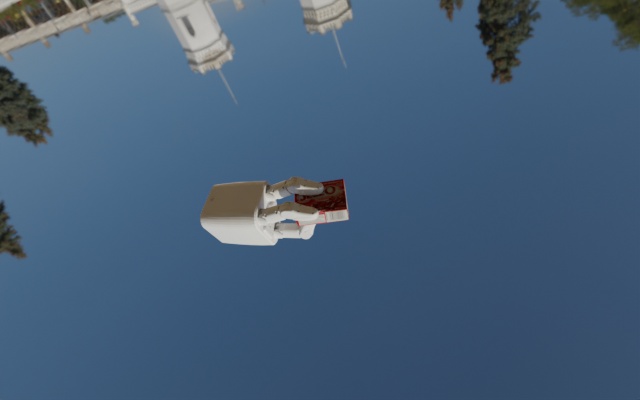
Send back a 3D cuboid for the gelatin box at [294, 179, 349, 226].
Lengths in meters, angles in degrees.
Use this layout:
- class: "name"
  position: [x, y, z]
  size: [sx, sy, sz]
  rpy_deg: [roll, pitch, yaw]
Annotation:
- class: "gelatin box"
  position: [0.001, 0.003, 0.810]
  size: [0.089, 0.073, 0.030]
  rpy_deg: [-8, -44, 4]
